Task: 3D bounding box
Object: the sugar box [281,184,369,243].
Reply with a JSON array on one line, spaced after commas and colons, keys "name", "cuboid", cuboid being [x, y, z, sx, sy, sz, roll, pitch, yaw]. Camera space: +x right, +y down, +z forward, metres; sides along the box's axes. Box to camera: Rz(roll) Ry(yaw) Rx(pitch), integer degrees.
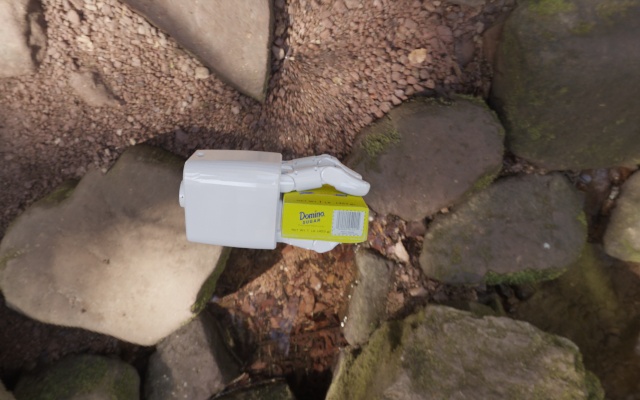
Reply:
[{"name": "sugar box", "cuboid": [0.000, 0.001, 0.585, 0.093, 0.048, 0.176, 4, 16, -5]}]
